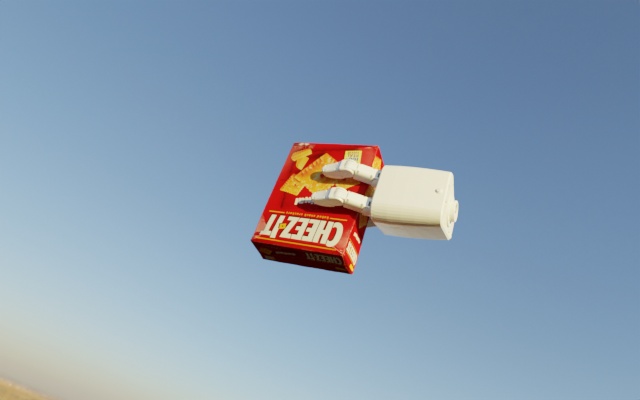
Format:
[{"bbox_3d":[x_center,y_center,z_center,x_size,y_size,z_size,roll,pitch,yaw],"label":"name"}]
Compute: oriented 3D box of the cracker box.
[{"bbox_3d":[0.000,0.003,0.798,0.164,0.213,0.072,6,-33,24],"label":"cracker box"}]
